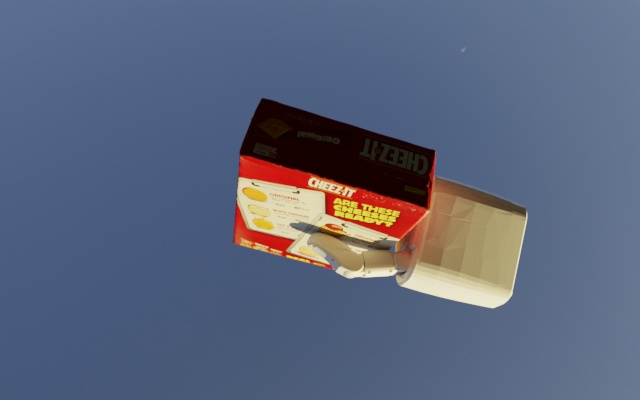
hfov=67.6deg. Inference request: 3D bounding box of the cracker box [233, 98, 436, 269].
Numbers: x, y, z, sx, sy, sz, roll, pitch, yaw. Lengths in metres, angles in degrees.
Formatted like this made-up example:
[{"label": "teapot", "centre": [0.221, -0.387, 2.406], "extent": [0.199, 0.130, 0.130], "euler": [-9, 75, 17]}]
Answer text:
[{"label": "cracker box", "centre": [0.000, 0.002, 0.492], "extent": [0.164, 0.072, 0.214], "euler": [16, -27, -4]}]
